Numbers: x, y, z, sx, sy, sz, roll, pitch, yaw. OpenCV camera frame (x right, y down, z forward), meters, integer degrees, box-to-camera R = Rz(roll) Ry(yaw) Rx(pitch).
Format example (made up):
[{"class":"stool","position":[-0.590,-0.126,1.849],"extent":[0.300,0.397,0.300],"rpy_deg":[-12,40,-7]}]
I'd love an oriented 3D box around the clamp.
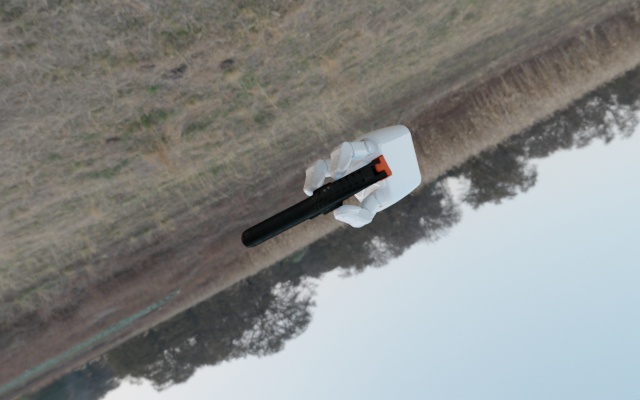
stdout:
[{"class":"clamp","position":[0.001,0.003,0.631],"extent":[0.210,0.036,0.164],"rpy_deg":[-30,-3,42]}]
